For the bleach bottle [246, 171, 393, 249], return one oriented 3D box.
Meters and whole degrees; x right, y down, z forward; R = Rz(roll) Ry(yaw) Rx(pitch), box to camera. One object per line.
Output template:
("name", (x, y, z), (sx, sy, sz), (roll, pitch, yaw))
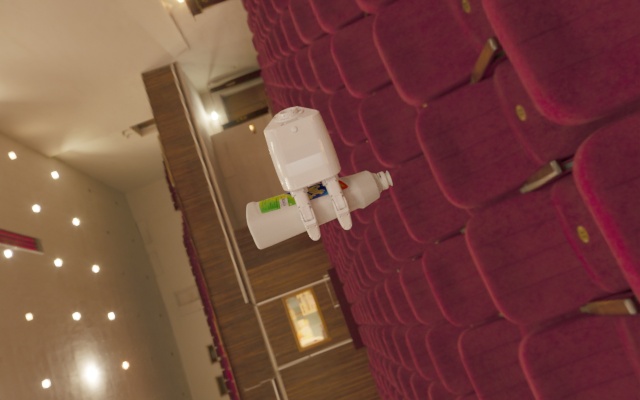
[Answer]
("bleach bottle", (0.000, 0.003, 0.826), (0.251, 0.068, 0.102), (-21, 22, -1))
